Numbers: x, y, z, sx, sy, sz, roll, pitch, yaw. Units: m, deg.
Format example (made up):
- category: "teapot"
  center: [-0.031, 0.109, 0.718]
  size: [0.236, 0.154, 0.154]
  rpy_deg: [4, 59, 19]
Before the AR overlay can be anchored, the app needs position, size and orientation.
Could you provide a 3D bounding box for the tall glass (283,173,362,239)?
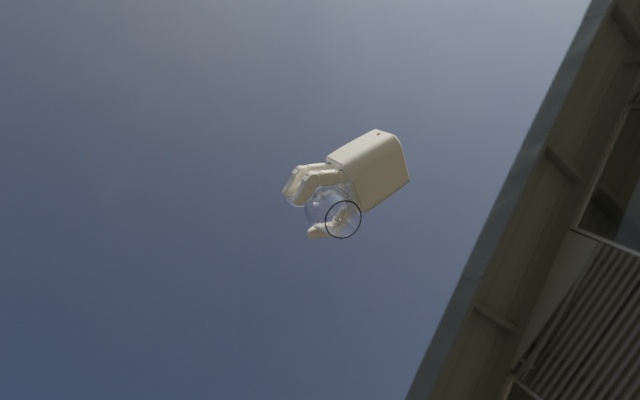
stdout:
- category: "tall glass"
  center: [0.000, 0.003, 0.816]
  size: [0.079, 0.079, 0.201]
  rpy_deg: [0, 16, -21]
